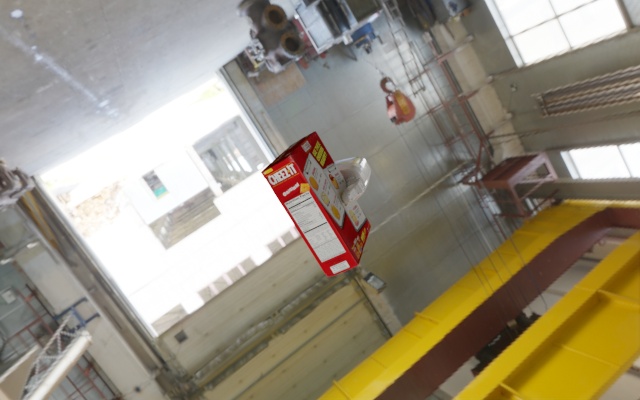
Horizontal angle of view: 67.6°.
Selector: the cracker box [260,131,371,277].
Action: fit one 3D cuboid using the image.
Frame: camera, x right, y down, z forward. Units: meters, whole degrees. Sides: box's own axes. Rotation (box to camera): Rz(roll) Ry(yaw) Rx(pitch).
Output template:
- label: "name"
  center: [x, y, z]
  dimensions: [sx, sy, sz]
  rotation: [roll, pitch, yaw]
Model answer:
- label: "cracker box"
  center: [0.000, 0.003, 0.836]
  dimensions: [0.072, 0.214, 0.164]
  rotation: [-27, 12, 22]
